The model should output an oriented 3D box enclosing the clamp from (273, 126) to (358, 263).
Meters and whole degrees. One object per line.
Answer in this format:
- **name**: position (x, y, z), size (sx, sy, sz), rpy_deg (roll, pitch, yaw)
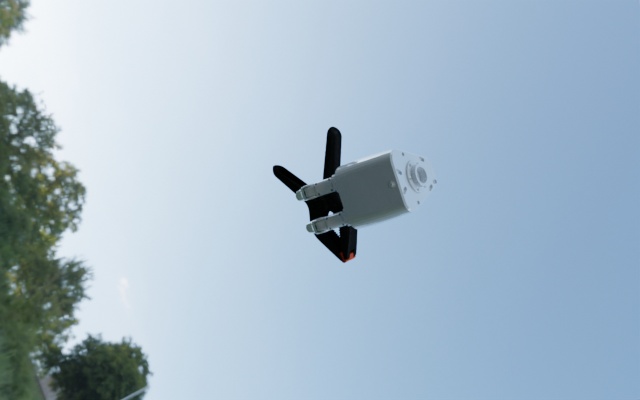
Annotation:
- **clamp**: position (0.001, 0.003, 0.788), size (0.164, 0.210, 0.036), rpy_deg (-18, -1, 45)
